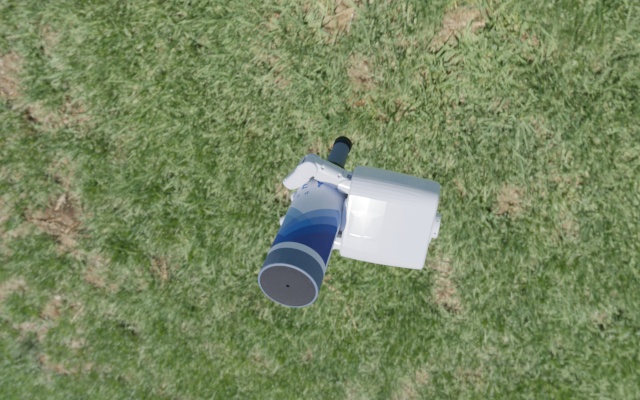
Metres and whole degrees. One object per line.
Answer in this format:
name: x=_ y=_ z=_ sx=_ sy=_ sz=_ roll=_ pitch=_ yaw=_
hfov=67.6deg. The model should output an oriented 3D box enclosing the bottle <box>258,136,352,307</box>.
bottle: x=0.000 y=0.002 z=0.613 sx=0.069 sy=0.069 sz=0.295 roll=0 pitch=37 yaw=17
